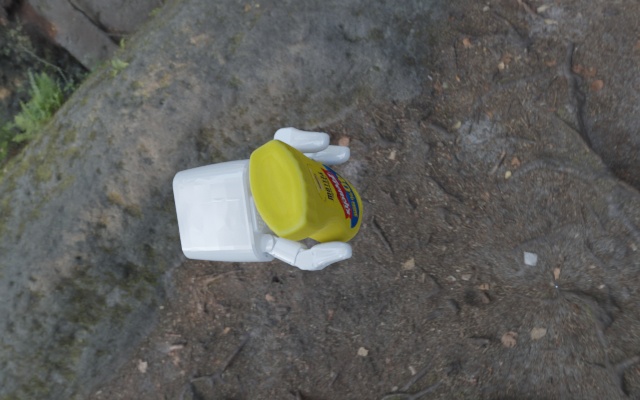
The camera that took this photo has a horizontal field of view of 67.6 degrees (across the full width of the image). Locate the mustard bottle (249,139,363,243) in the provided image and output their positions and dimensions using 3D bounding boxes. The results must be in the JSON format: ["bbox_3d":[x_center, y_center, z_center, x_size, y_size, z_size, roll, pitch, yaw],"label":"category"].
[{"bbox_3d":[0.000,0.002,0.526,0.058,0.096,0.192,-30,-21,19],"label":"mustard bottle"}]
